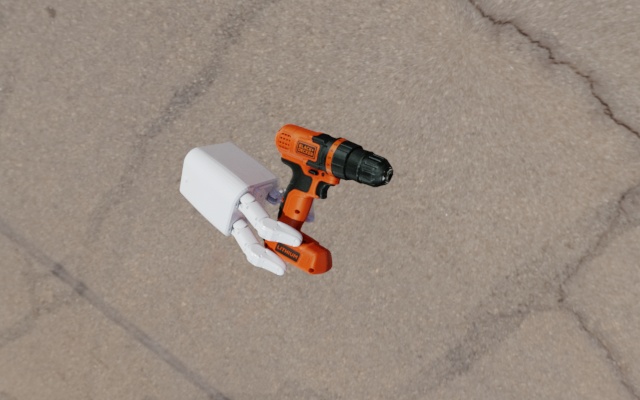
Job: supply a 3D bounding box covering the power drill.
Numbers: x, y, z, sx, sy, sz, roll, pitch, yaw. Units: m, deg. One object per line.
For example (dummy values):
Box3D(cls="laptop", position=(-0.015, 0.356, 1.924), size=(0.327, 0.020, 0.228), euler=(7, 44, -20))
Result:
Box3D(cls="power drill", position=(0.000, 0.002, 0.659), size=(0.184, 0.188, 0.057), euler=(25, 17, 34))
